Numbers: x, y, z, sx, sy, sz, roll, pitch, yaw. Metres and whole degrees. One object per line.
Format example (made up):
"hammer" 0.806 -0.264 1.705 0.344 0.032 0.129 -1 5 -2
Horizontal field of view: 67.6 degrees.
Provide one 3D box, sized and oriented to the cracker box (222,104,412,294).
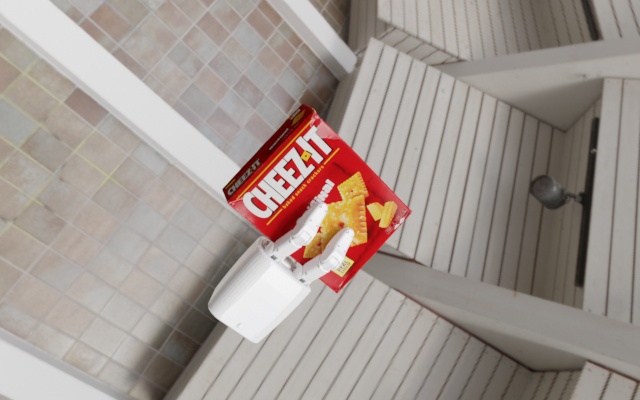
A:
"cracker box" 0.000 0.002 0.662 0.214 0.164 0.072 43 1 -25
